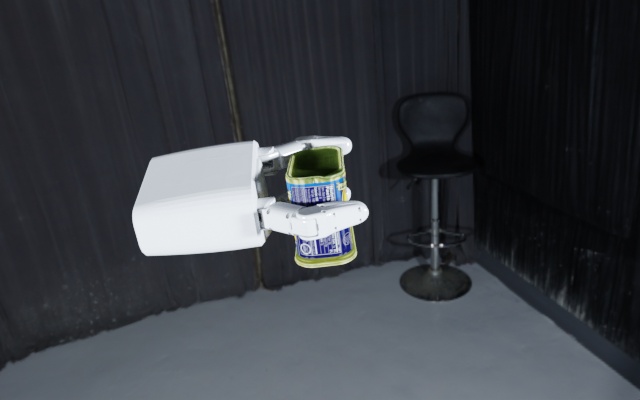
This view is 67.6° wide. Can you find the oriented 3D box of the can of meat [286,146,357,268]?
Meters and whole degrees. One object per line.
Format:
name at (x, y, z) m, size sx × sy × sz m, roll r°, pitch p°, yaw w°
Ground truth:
can of meat at (0.000, 0.001, 0.454) m, size 0.057 × 0.084 × 0.102 m, roll -6°, pitch 21°, yaw 3°
